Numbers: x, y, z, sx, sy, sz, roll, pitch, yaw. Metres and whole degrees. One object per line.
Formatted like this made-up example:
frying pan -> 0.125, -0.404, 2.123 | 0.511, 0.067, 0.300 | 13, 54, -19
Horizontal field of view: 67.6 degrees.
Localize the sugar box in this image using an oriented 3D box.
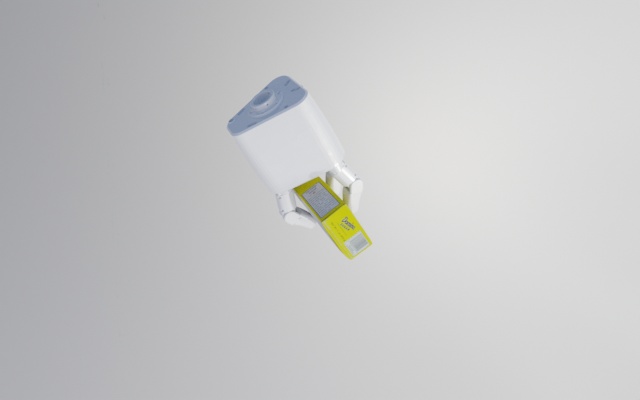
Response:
sugar box -> 0.001, 0.002, 0.691 | 0.048, 0.093, 0.176 | -36, 40, -2
